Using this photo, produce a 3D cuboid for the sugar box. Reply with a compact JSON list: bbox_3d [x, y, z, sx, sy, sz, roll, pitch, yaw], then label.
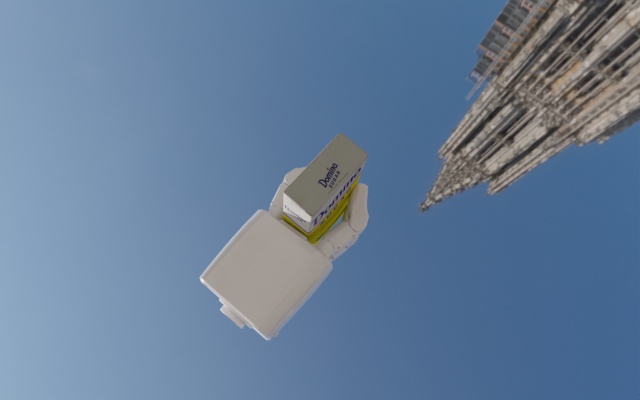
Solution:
[{"bbox_3d":[0.000,0.002,0.558,0.048,0.093,0.176,40,-17,7],"label":"sugar box"}]
